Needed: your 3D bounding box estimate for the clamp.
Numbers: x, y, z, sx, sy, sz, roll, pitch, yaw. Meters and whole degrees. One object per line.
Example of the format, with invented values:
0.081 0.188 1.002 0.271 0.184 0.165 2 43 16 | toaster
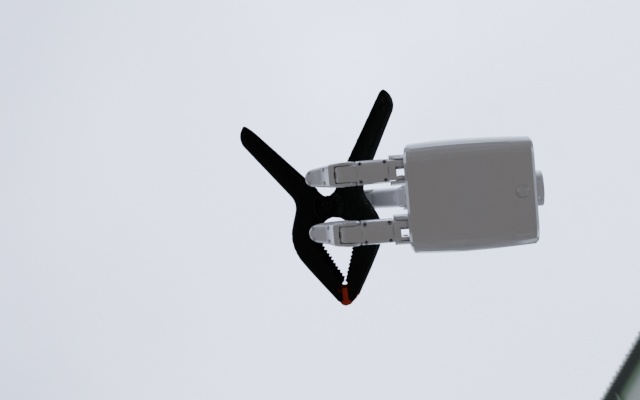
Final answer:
0.001 0.002 0.492 0.164 0.210 0.036 -5 1 18 | clamp
